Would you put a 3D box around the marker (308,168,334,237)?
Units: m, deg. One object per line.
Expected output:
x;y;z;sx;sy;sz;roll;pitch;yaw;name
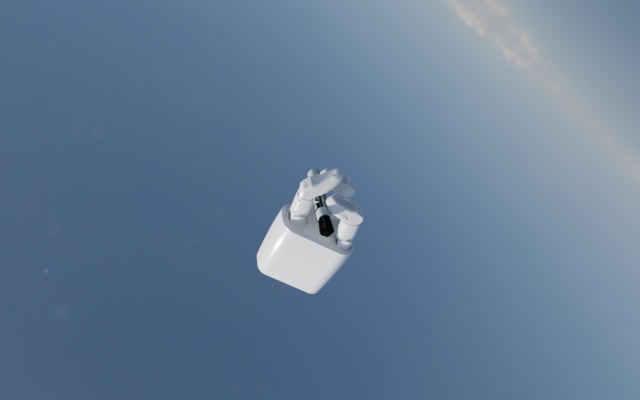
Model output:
0.000;0.002;0.640;0.020;0.020;0.121;0;43;-12;marker
